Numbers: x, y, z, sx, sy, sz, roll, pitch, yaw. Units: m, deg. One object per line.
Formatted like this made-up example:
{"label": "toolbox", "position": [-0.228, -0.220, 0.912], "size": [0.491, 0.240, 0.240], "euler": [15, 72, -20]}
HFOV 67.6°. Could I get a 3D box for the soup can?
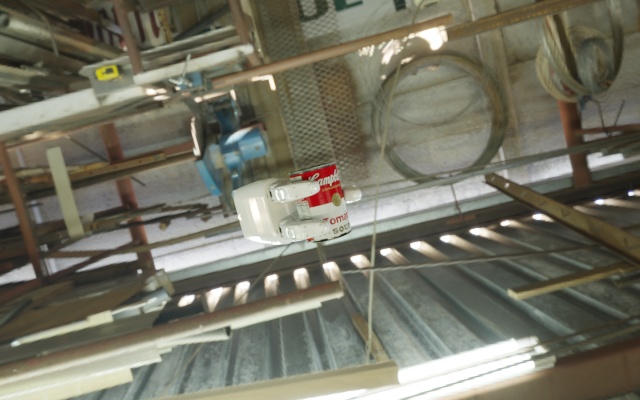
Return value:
{"label": "soup can", "position": [0.001, 0.002, 0.672], "size": [0.068, 0.102, 0.068], "euler": [-14, 6, 1]}
